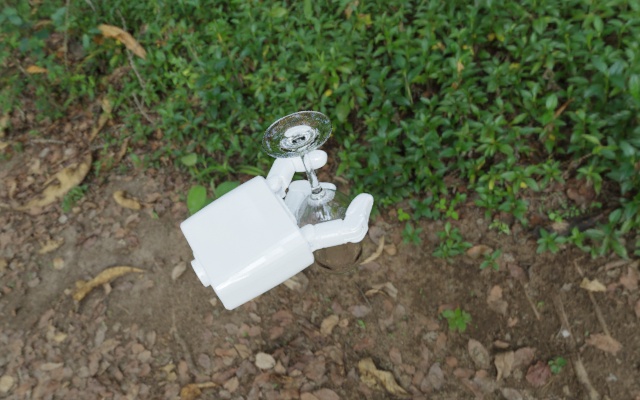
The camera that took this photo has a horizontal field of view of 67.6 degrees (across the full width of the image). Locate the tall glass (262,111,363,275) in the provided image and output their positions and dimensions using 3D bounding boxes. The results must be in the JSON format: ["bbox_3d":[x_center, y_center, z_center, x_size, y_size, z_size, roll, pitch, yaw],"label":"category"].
[{"bbox_3d":[0.000,0.001,0.547,0.079,0.079,0.201,0,-44,21],"label":"tall glass"}]
